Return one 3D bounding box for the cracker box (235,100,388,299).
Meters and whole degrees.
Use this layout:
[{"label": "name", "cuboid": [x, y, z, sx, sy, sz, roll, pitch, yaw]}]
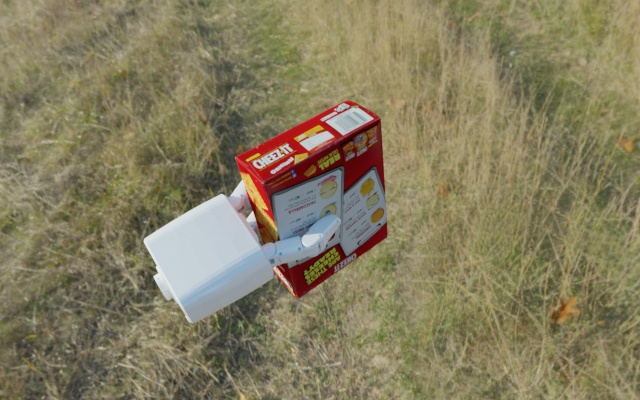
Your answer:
[{"label": "cracker box", "cuboid": [0.000, 0.002, 0.610, 0.164, 0.214, 0.072, -31, 48, -20]}]
